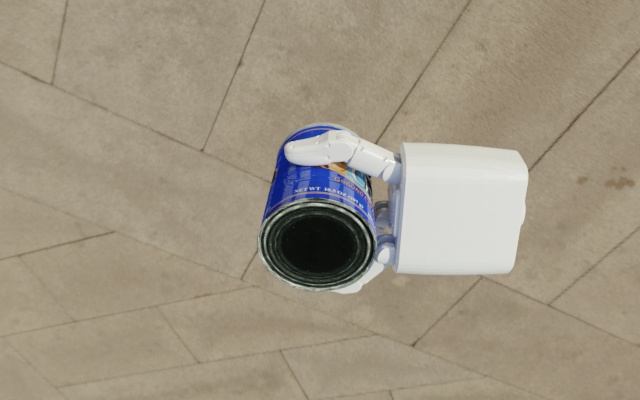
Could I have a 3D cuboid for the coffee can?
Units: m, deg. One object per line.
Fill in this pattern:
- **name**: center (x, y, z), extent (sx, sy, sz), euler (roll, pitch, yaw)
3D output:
- **coffee can**: center (0.000, 0.001, 0.460), extent (0.103, 0.103, 0.140), euler (0, 35, 3)
